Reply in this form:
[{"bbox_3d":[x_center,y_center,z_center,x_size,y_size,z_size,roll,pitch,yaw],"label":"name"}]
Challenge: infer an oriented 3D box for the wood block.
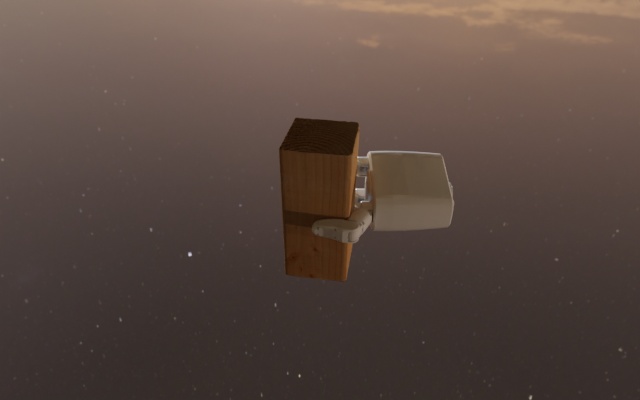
[{"bbox_3d":[0.000,0.002,0.653,0.090,0.206,0.090,6,35,8],"label":"wood block"}]
